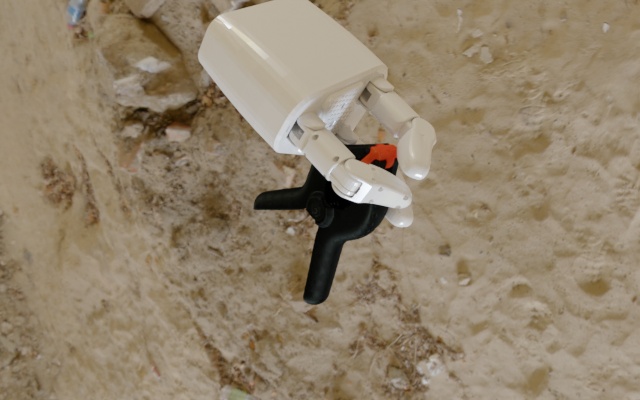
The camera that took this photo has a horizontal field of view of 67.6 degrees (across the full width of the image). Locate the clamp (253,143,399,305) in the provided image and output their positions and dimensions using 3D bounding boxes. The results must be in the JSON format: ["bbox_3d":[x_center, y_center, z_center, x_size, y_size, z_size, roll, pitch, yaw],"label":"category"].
[{"bbox_3d":[0.000,0.001,0.416,0.039,0.120,0.171,-20,-28,-49],"label":"clamp"}]
